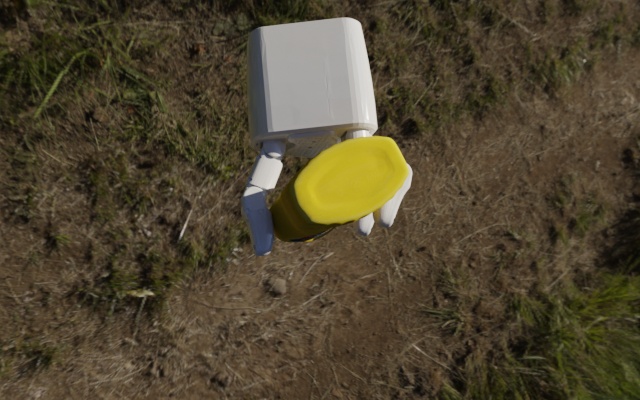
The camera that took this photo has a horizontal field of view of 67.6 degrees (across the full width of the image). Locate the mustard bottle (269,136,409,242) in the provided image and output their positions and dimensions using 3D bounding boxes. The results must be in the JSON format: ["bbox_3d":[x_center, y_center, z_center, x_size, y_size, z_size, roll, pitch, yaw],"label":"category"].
[{"bbox_3d":[0.000,0.002,0.434,0.096,0.058,0.192,-28,-3,-18],"label":"mustard bottle"}]
